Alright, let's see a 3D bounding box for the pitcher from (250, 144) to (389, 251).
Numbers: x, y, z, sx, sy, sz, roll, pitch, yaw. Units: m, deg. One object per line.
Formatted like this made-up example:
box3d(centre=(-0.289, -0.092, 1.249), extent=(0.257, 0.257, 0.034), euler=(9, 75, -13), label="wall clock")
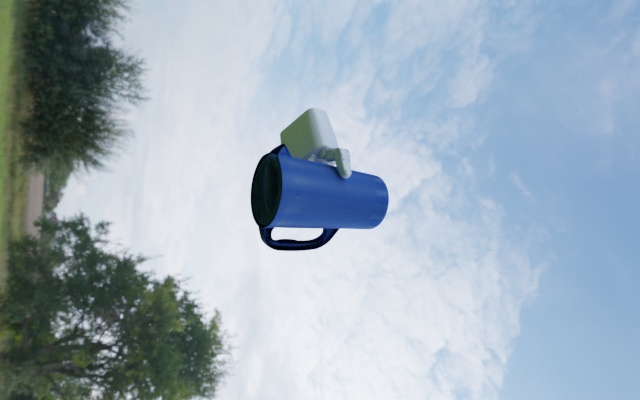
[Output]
box3d(centre=(0.000, 0.003, 0.883), extent=(0.243, 0.145, 0.149), euler=(7, -38, -30), label="pitcher")
